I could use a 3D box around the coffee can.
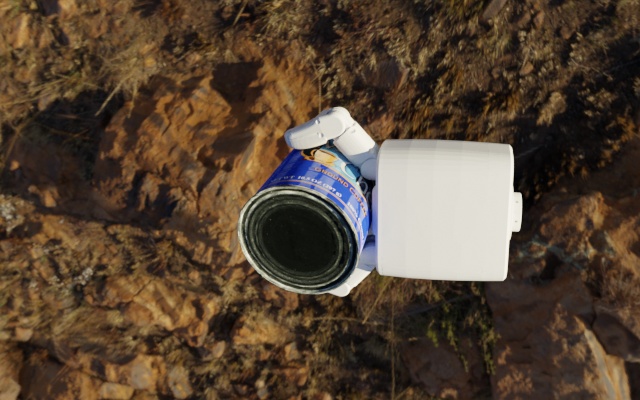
[{"bbox_3d":[0.000,0.001,0.436,0.103,0.103,0.140,0,28,18],"label":"coffee can"}]
